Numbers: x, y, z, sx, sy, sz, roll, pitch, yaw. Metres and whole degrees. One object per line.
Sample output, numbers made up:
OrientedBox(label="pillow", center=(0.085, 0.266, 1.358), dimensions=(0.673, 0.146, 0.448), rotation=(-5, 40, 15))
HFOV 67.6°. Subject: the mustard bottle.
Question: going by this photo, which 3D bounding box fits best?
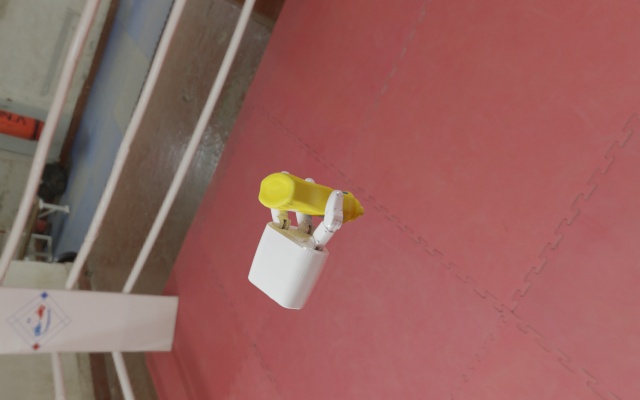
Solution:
OrientedBox(label="mustard bottle", center=(0.000, 0.002, 0.800), dimensions=(0.192, 0.058, 0.096), rotation=(15, -10, -38))
